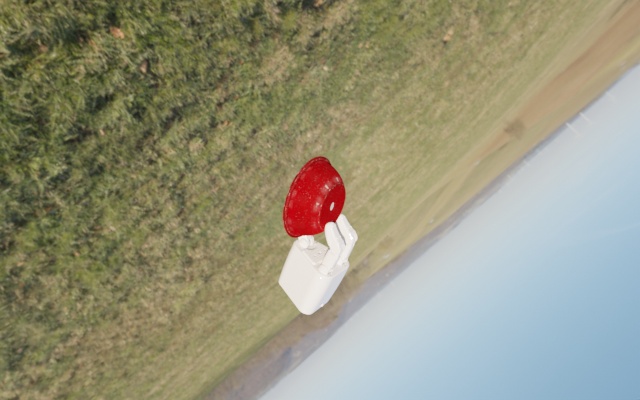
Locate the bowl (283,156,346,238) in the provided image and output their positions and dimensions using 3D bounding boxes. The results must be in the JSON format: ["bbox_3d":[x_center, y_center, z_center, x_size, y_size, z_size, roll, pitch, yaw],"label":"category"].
[{"bbox_3d":[0.001,0.002,0.877,0.055,0.162,0.162,22,10,26],"label":"bowl"}]
